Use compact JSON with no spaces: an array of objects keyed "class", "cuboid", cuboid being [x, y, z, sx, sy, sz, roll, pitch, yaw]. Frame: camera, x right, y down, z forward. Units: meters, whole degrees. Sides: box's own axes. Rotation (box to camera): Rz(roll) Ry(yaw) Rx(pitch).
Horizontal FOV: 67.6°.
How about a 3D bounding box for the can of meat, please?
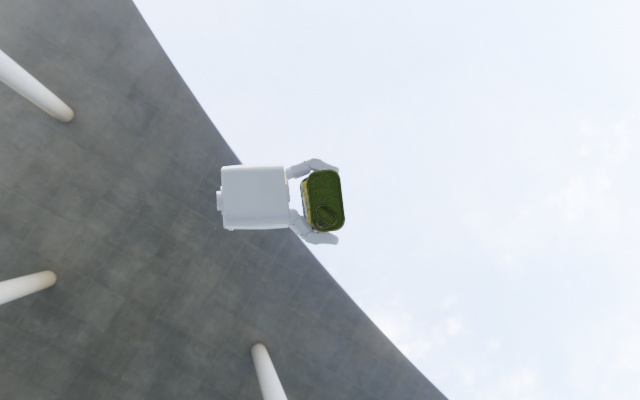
[{"class":"can of meat","cuboid":[0.000,0.003,0.814,0.057,0.102,0.084,-7,-2,-13]}]
